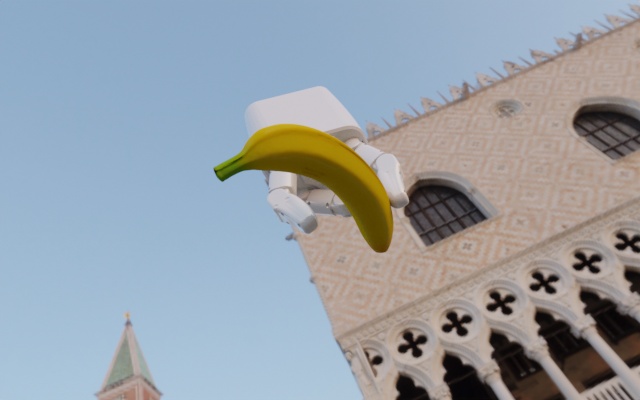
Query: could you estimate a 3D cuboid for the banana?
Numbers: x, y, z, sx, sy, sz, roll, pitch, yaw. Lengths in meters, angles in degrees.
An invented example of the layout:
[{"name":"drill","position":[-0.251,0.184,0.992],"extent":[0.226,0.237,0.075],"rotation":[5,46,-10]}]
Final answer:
[{"name":"banana","position":[0.010,-0.013,0.396],"extent":[0.198,0.070,0.037],"rotation":[28,23,-38]}]
